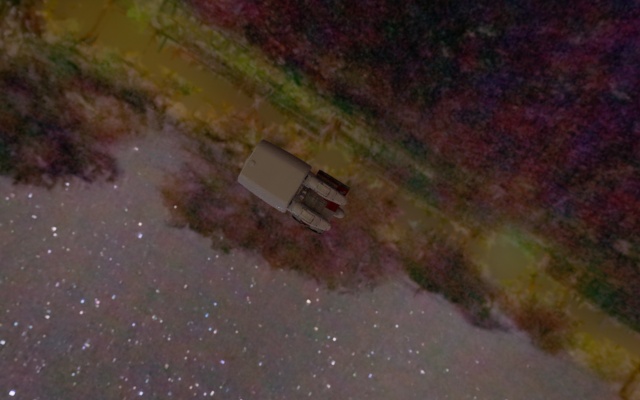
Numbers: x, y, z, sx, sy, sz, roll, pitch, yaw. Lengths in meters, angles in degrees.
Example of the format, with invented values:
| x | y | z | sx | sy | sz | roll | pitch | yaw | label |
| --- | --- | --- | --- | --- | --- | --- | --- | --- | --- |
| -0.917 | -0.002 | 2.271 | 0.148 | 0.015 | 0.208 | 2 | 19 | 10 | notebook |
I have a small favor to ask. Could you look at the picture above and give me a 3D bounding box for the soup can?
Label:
| x | y | z | sx | sy | sz | roll | pitch | yaw | label |
| --- | --- | --- | --- | --- | --- | --- | --- | --- | --- |
| 0.000 | 0.003 | 0.890 | 0.068 | 0.102 | 0.068 | 32 | 5 | -3 | soup can |
